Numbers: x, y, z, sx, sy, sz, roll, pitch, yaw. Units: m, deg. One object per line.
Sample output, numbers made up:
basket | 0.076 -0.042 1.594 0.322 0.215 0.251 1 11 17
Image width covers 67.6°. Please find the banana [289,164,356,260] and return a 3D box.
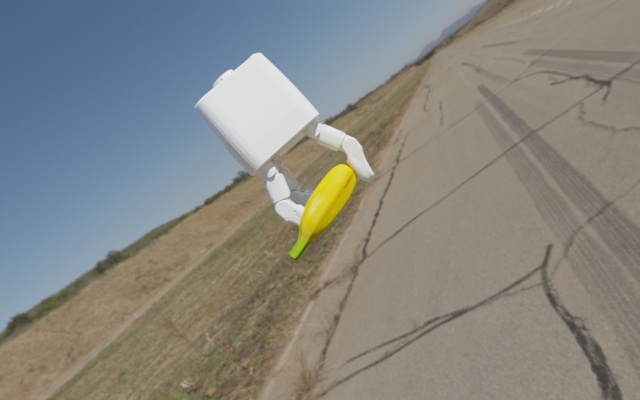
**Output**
banana | 0.011 -0.008 0.563 0.070 0.037 0.197 -43 6 31
